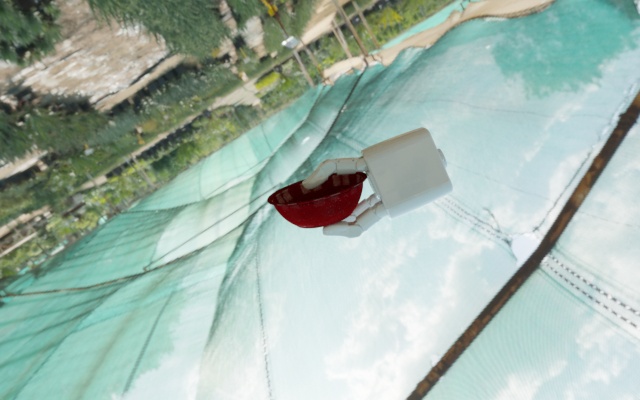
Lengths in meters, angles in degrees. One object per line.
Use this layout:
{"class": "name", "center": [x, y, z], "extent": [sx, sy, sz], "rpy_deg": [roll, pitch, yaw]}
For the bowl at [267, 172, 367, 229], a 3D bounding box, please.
{"class": "bowl", "center": [-0.001, 0.003, 0.753], "extent": [0.162, 0.055, 0.162], "rpy_deg": [-13, 14, 3]}
